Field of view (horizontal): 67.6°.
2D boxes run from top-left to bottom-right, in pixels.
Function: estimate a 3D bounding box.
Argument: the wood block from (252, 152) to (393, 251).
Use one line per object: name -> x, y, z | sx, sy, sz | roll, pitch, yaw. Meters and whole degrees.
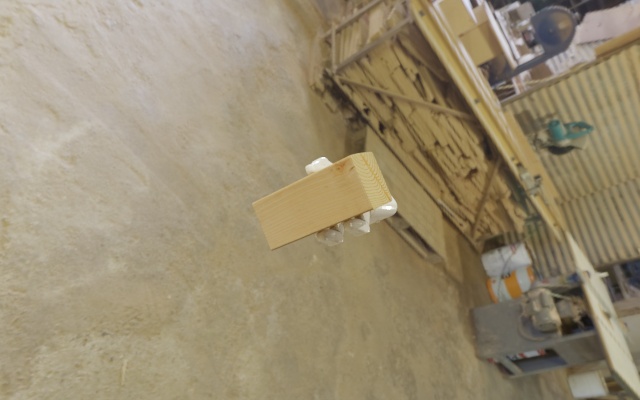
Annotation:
wood block -> 0.000, 0.002, 0.799 | 0.206, 0.091, 0.090 | -24, -3, 30
